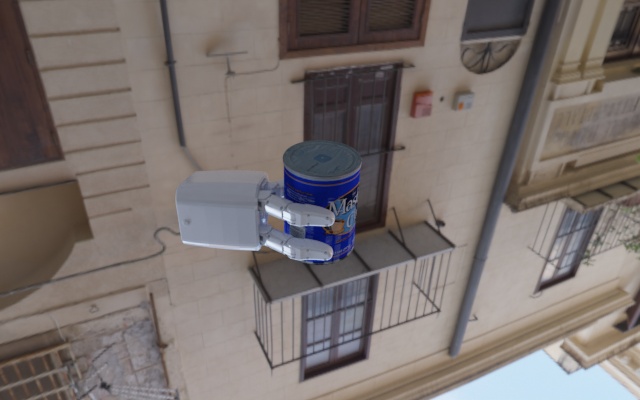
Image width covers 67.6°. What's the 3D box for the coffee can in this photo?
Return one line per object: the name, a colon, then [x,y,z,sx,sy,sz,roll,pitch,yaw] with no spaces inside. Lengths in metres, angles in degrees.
coffee can: [0.000,0.002,0.655,0.103,0.140,0.102,2,33,-1]
